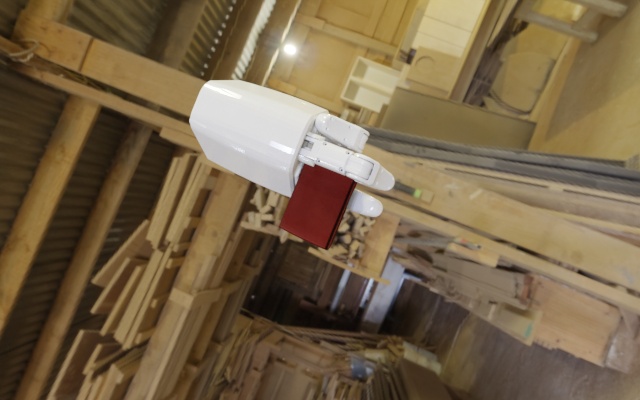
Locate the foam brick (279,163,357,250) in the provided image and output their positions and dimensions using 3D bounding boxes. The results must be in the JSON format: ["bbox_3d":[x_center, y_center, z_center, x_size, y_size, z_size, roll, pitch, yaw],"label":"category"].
[{"bbox_3d":[0.000,0.002,0.466,0.051,0.078,0.053,22,1,5],"label":"foam brick"}]
